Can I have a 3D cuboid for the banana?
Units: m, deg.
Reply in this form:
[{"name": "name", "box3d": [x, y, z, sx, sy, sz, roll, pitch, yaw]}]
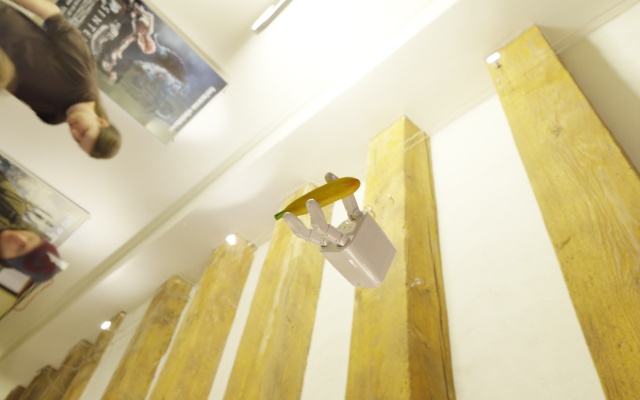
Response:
[{"name": "banana", "box3d": [0.005, -0.005, 0.863, 0.198, 0.037, 0.069, -25, 14, 36]}]
